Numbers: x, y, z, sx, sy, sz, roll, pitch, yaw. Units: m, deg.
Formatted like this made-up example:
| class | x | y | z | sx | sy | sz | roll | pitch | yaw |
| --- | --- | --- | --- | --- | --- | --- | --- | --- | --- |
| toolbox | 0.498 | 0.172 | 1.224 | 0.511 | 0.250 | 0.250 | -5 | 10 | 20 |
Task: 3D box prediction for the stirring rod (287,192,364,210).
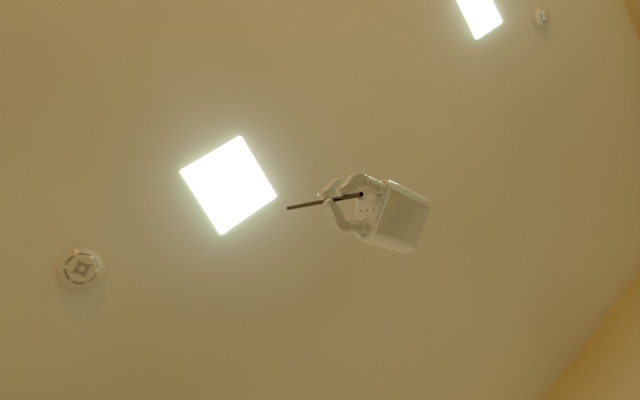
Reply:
| class | x | y | z | sx | sy | sz | roll | pitch | yaw |
| --- | --- | --- | --- | --- | --- | --- | --- | --- | --- |
| stirring rod | 0.000 | 0.003 | 0.846 | 0.011 | 0.011 | 0.239 | 0 | -6 | -32 |
